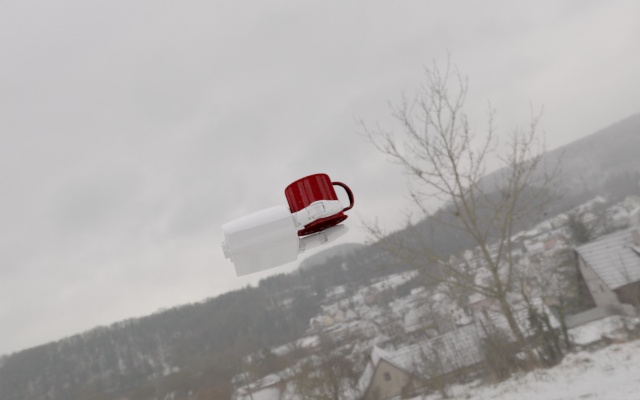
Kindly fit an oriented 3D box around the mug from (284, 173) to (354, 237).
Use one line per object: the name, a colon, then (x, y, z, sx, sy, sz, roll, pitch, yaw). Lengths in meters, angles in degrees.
mug: (0.001, 0.002, 0.799, 0.117, 0.081, 0.093, -17, -12, -14)
